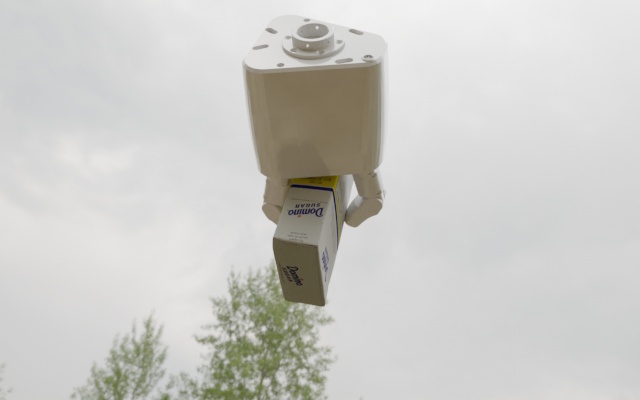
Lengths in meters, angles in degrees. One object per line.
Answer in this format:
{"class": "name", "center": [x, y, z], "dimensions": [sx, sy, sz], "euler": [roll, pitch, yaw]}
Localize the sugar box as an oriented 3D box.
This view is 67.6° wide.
{"class": "sugar box", "center": [0.000, 0.001, 0.461], "dimensions": [0.048, 0.176, 0.093], "euler": [8, -42, 13]}
